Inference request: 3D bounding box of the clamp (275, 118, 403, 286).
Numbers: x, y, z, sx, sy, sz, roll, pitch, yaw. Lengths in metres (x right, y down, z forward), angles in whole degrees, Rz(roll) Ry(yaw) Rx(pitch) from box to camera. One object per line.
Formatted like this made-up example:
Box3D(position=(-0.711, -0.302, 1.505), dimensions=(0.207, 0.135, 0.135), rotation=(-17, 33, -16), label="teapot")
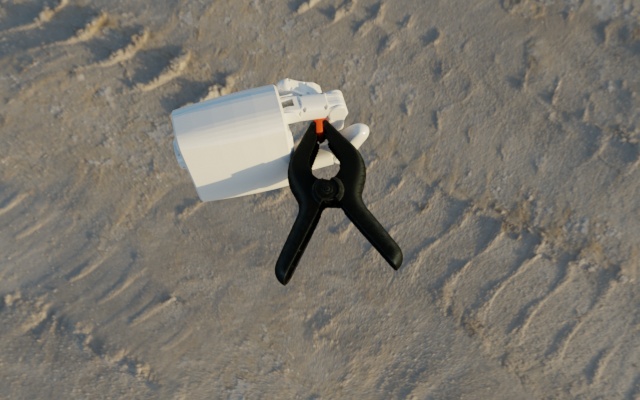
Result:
Box3D(position=(0.000, 0.001, 0.472), dimensions=(0.120, 0.171, 0.039), rotation=(-14, -22, -5), label="clamp")
